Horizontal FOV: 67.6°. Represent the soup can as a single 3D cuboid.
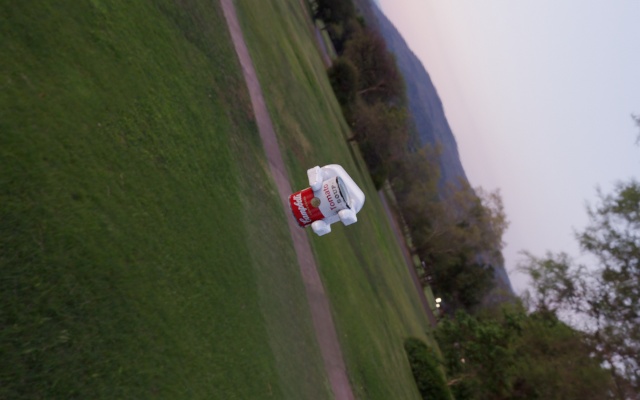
[{"bbox_3d":[0.000,0.003,0.893,0.102,0.068,0.068,-22,-6,14],"label":"soup can"}]
